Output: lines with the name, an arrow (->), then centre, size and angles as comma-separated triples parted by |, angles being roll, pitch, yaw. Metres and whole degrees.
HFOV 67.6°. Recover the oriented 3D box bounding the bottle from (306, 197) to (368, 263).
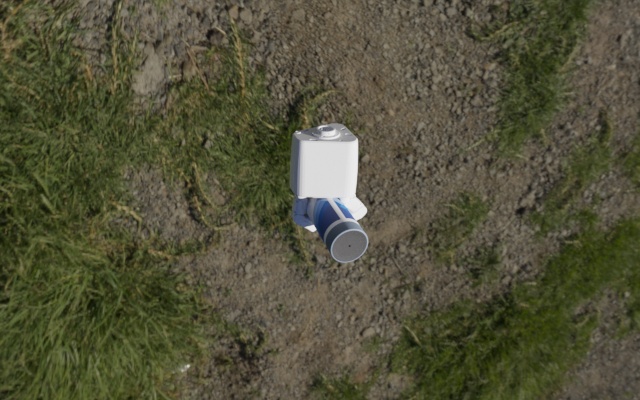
bottle -> 0.000, 0.003, 0.897 | 0.069, 0.069, 0.295 | 0, 29, -22
